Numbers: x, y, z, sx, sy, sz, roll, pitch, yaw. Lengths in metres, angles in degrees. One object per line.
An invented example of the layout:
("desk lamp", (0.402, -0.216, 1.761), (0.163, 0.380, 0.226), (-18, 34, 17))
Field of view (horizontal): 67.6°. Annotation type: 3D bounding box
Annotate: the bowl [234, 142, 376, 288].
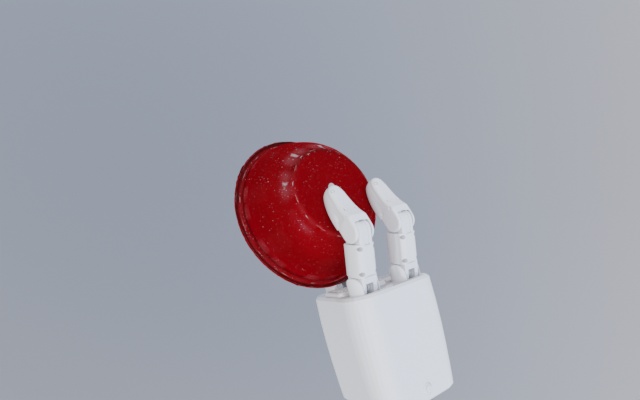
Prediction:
("bowl", (0.000, 0.000, 0.472), (0.162, 0.162, 0.055), (0, -23, -34))
